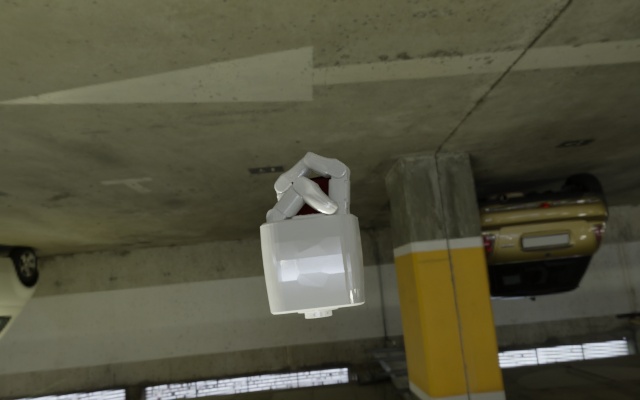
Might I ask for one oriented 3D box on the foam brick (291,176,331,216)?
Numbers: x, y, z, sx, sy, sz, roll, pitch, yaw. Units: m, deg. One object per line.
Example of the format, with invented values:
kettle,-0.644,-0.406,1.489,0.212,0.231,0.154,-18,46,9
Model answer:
foam brick,0.000,0.002,0.632,0.053,0.051,0.078,-10,-11,16
